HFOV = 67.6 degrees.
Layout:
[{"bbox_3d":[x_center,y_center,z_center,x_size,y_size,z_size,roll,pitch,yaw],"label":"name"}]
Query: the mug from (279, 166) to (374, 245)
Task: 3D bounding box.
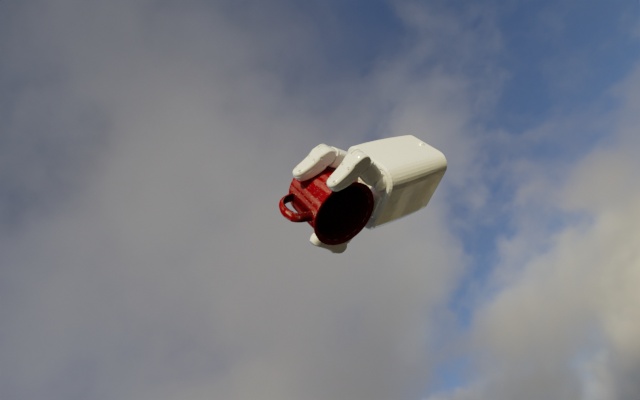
[{"bbox_3d":[-0.001,0.002,0.630,0.117,0.093,0.081,-16,37,-28],"label":"mug"}]
